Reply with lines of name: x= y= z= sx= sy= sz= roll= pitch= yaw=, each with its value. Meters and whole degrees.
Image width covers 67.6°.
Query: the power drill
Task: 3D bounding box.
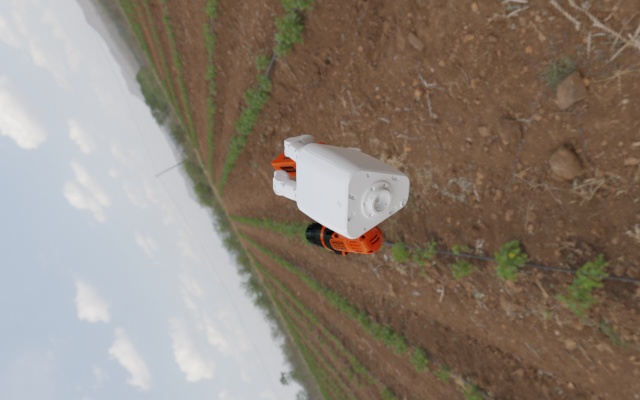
power drill: x=0.000 y=0.002 z=0.763 sx=0.057 sy=0.188 sz=0.184 roll=-42 pitch=21 yaw=-28
